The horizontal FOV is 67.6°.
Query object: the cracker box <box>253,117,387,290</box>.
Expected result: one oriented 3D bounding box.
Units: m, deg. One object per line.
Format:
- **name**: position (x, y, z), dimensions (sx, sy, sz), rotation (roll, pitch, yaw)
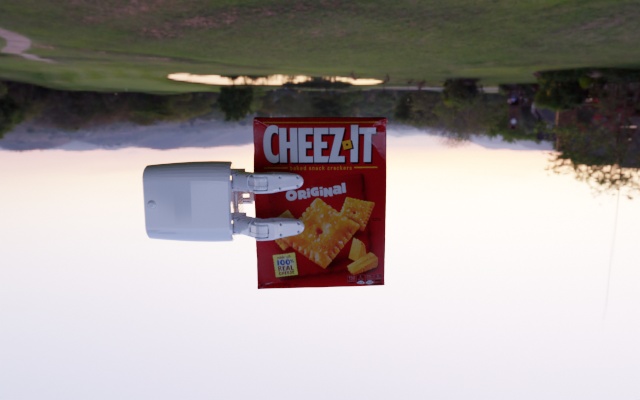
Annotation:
- **cracker box**: position (0.000, 0.002, 0.606), dimensions (0.164, 0.214, 0.072), rotation (0, 9, -1)
